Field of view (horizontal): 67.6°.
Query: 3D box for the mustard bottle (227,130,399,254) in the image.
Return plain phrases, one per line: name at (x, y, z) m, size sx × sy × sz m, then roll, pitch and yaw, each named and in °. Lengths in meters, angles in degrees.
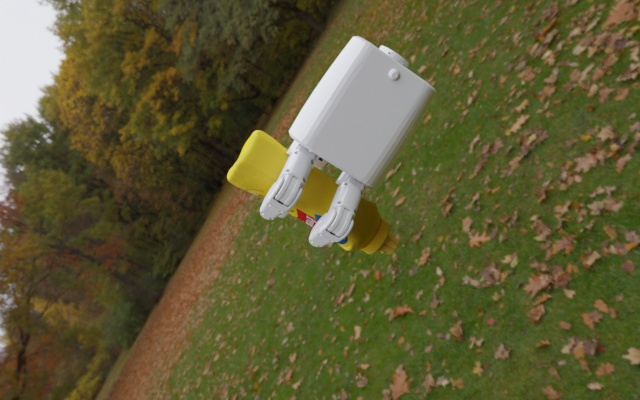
mustard bottle at (0.000, 0.002, 0.495) m, size 0.191 × 0.058 × 0.096 m, roll 31°, pitch -13°, yaw -12°
